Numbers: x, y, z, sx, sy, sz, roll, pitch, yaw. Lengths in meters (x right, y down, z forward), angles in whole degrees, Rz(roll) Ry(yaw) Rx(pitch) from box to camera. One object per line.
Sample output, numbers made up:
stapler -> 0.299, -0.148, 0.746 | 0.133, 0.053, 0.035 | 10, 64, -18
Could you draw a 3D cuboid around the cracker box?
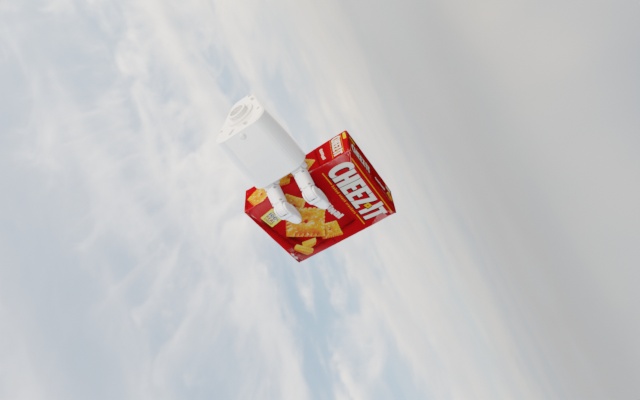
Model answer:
cracker box -> 0.000, 0.003, 0.838 | 0.214, 0.072, 0.164 | -29, -54, 18
